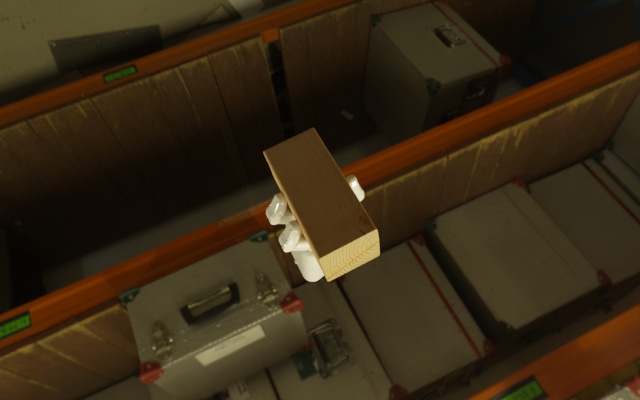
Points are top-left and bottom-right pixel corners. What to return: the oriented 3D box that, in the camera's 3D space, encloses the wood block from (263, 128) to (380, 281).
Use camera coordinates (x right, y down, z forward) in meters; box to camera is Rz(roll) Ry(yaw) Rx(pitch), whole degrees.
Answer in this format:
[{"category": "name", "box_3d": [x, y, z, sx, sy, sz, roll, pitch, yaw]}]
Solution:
[{"category": "wood block", "box_3d": [0.001, 0.003, 0.724, 0.091, 0.206, 0.090, -26, -31, -6]}]
